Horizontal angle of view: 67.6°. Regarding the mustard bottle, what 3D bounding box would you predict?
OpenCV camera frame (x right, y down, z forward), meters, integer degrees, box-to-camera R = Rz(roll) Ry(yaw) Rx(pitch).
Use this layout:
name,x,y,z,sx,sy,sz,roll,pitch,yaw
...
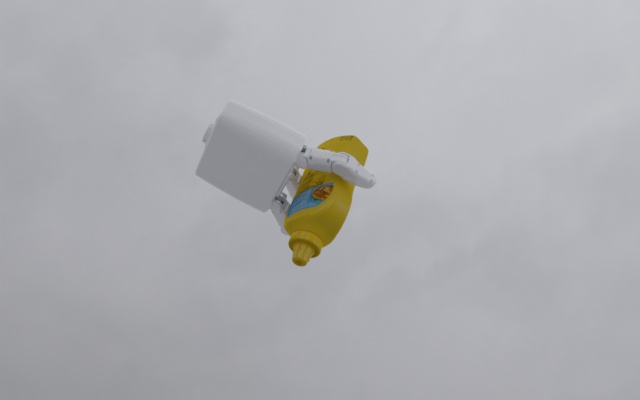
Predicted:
name,x,y,z,sx,sy,sz,roll,pitch,yaw
mustard bottle,0.000,0.002,0.617,0.096,0.191,0.058,-21,-54,40
